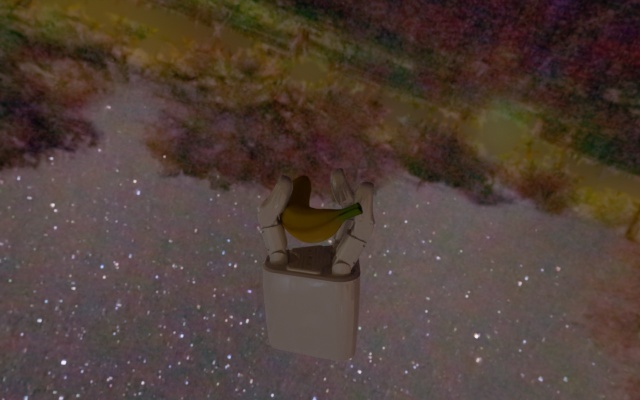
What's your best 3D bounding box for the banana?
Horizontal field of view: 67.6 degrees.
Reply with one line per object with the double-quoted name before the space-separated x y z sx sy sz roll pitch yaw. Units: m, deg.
"banana" -0.015 0.010 0.548 0.069 0.037 0.197 -25 20 -12
